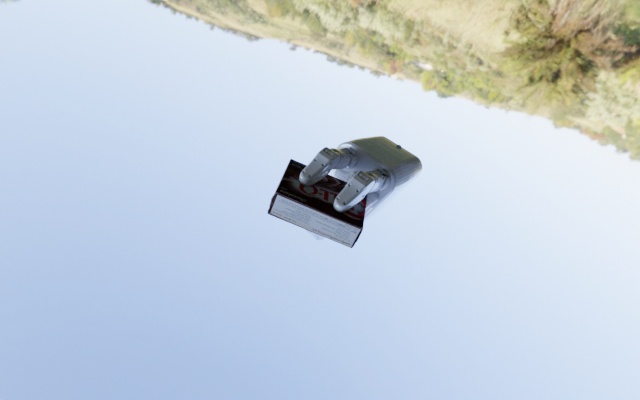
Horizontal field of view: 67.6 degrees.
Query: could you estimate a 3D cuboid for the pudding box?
[{"bbox_3d":[0.000,0.002,0.590,0.113,0.039,0.090,21,31,-3],"label":"pudding box"}]
